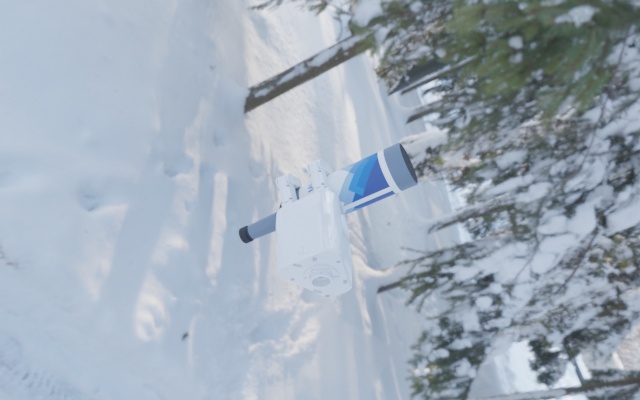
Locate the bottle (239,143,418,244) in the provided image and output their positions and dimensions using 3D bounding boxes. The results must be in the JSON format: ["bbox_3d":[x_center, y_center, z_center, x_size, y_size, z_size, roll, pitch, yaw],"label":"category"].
[{"bbox_3d":[0.000,0.002,0.738,0.296,0.069,0.069,-24,-8,19],"label":"bottle"}]
